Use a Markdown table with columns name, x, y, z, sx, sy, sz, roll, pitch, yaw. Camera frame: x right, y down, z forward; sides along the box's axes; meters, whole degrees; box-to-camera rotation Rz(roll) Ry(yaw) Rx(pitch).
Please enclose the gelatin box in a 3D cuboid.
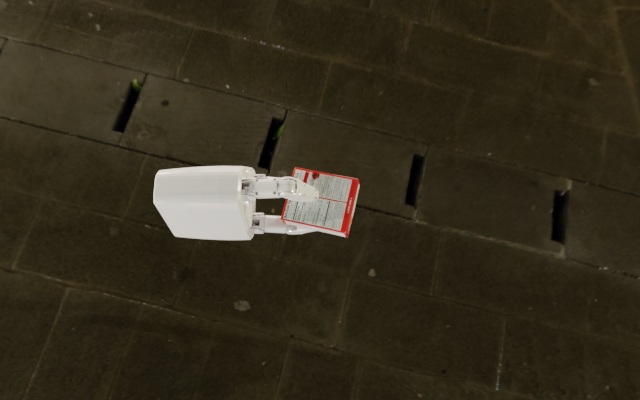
| name | x | y | z | sx | sy | sz | roll | pitch | yaw |
| --- | --- | --- | --- | --- | --- | --- | --- | --- | --- |
| gelatin box | 0.000 | 0.002 | 0.618 | 0.089 | 0.073 | 0.030 | 11 | -14 | 11 |
